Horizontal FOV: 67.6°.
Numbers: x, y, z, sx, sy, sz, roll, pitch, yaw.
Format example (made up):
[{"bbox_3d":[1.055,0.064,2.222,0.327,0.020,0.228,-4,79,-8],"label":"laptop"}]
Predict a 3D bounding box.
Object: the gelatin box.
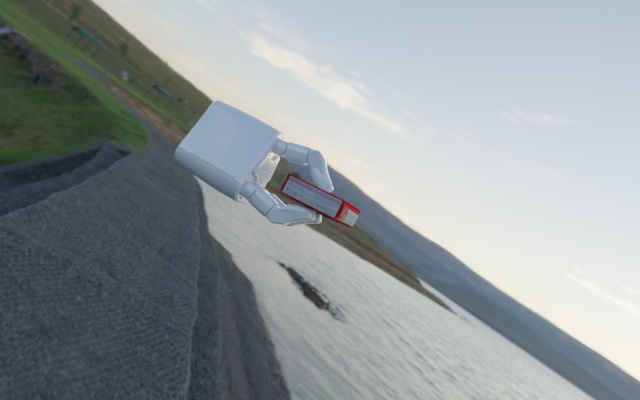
[{"bbox_3d":[0.001,0.002,0.626,0.089,0.030,0.073,25,-2,23],"label":"gelatin box"}]
